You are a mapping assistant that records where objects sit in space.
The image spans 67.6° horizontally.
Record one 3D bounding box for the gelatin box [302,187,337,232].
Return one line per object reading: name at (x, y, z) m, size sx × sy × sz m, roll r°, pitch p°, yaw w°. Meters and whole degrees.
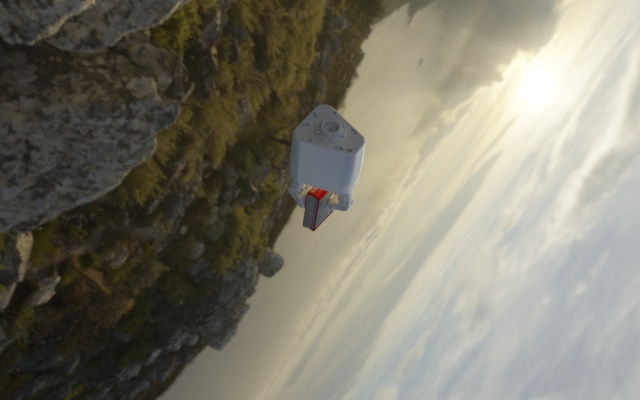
gelatin box at (0.000, 0.003, 0.895) m, size 0.030 × 0.089 × 0.073 m, roll 27°, pitch 45°, yaw 19°
